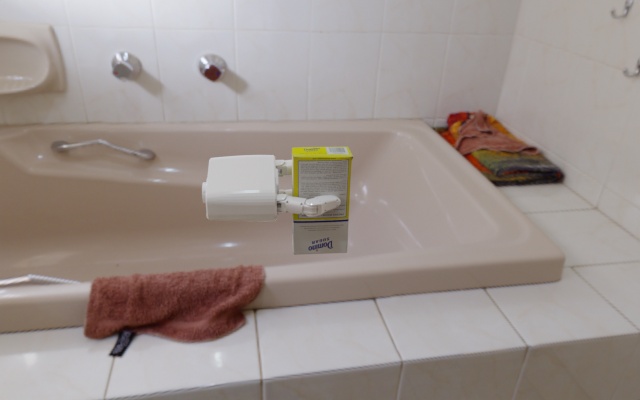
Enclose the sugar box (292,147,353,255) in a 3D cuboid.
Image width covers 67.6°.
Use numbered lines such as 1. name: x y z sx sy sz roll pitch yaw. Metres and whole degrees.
1. sugar box: 0.000 0.002 0.774 0.093 0.176 0.048 -1 29 -6
